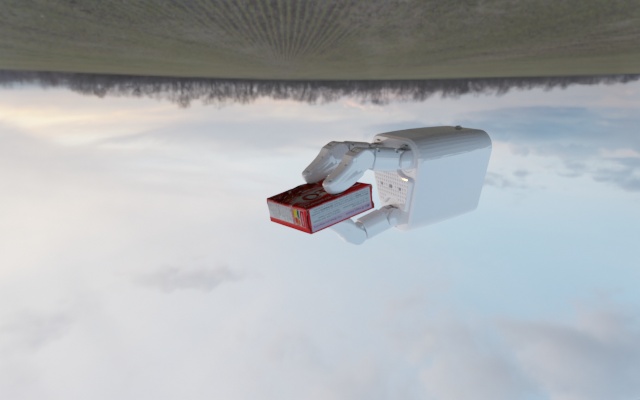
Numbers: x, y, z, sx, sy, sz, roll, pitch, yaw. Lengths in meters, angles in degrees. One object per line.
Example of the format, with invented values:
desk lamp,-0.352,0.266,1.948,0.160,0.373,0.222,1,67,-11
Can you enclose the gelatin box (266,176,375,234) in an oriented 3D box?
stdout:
gelatin box,0.000,0.002,0.501,0.089,0.030,0.073,-22,22,-34
